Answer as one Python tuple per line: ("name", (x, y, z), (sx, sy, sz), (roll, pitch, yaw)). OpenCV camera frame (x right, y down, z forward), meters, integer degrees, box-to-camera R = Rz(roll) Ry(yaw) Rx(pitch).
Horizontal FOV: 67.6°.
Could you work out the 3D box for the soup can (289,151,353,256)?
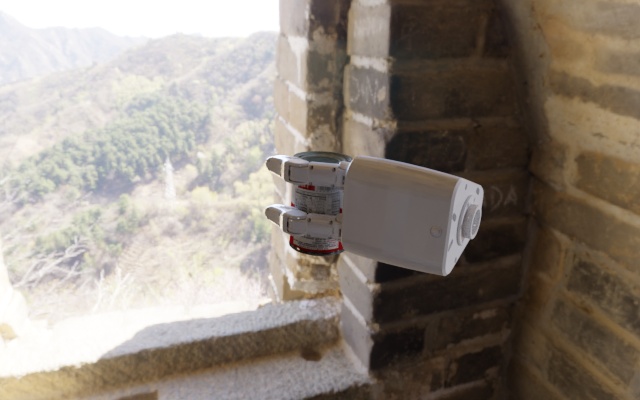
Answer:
("soup can", (0.000, 0.001, 0.529), (0.068, 0.102, 0.068), (3, 18, -1))
